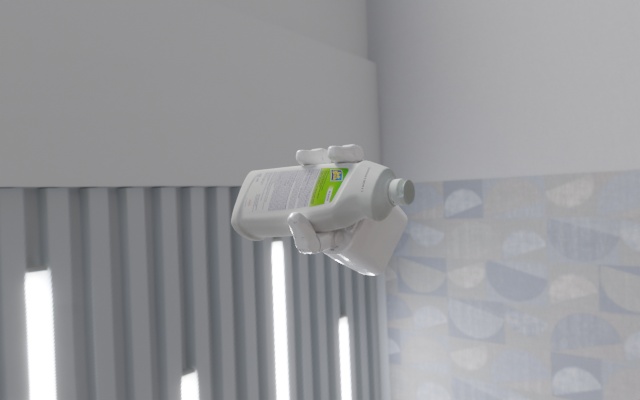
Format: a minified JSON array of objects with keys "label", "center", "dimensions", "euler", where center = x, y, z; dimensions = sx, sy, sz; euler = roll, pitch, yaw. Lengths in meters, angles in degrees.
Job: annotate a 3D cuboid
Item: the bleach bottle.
[{"label":"bleach bottle","center":[0.000,0.002,0.616],"dimensions":[0.251,0.102,0.068],"euler":[-2,-27,38]}]
